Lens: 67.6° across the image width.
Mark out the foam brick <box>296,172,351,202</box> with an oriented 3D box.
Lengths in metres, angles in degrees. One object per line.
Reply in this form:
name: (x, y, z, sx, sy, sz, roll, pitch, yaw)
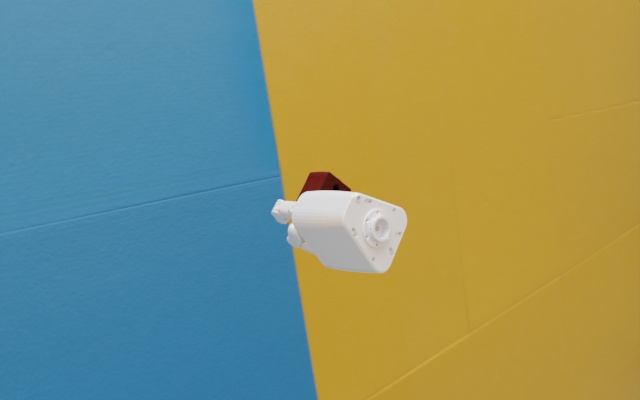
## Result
foam brick: (0.000, 0.002, 0.715, 0.053, 0.078, 0.051, 37, -22, -30)
